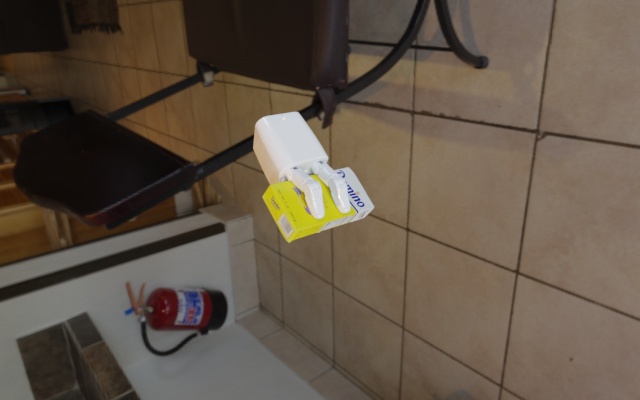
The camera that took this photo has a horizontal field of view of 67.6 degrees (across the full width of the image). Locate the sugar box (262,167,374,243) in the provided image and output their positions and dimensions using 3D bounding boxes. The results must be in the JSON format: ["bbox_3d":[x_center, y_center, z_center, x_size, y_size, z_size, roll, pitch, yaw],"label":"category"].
[{"bbox_3d":[0.000,0.002,0.813,0.176,0.093,0.048,-17,-22,-36],"label":"sugar box"}]
